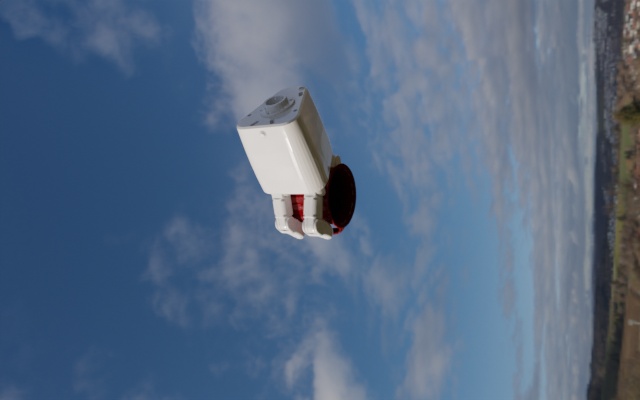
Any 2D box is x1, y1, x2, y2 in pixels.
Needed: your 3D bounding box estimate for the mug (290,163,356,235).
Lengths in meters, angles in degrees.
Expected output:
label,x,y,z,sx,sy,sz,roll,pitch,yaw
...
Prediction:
label,x,y,z,sx,sy,sz,roll,pitch,yaw
mug,0.000,0.003,0.708,0.081,0.117,0.093,1,39,29
